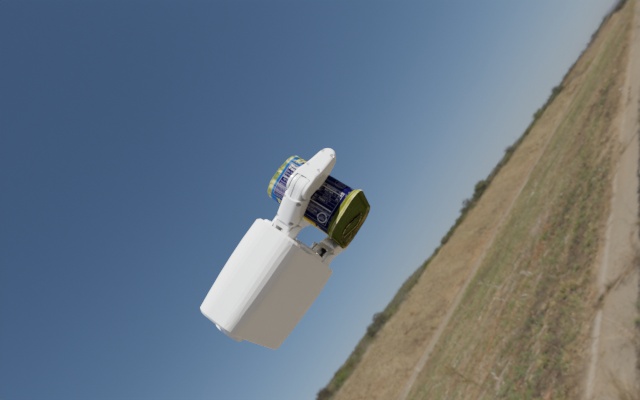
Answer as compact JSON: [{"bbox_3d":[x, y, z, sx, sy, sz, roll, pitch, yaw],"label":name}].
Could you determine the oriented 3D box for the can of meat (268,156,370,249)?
[{"bbox_3d":[0.000,0.001,0.514,0.084,0.057,0.102,31,-5,18],"label":"can of meat"}]
